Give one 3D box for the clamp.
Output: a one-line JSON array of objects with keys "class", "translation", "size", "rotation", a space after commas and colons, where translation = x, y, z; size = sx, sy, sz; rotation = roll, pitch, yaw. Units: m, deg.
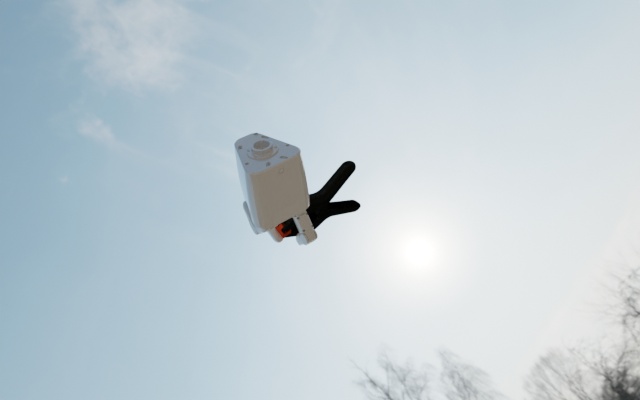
[{"class": "clamp", "translation": [0.000, 0.003, 0.819], "size": [0.171, 0.120, 0.039], "rotation": [-28, 44, -24]}]
